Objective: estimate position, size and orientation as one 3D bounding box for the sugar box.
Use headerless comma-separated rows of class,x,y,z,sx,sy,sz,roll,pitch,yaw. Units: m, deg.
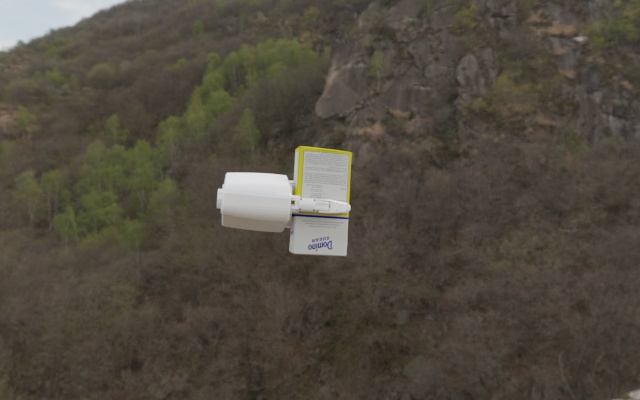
sugar box,0.000,0.002,0.799,0.093,0.176,0.048,5,0,-13
